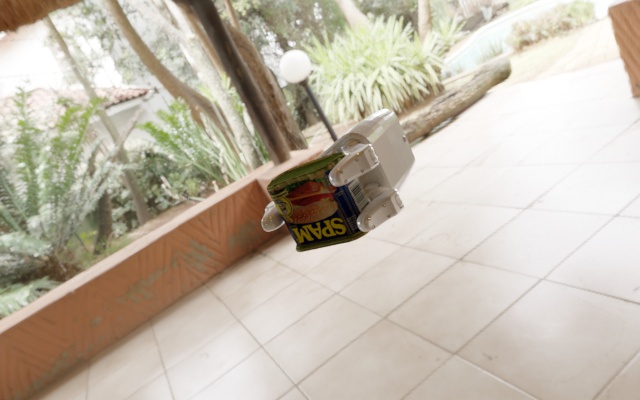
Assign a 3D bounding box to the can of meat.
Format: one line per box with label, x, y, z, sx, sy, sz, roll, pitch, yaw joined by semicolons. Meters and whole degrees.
can of meat;0.000;0.001;0.521;0.102;0.084;0.057;-16;18;38
